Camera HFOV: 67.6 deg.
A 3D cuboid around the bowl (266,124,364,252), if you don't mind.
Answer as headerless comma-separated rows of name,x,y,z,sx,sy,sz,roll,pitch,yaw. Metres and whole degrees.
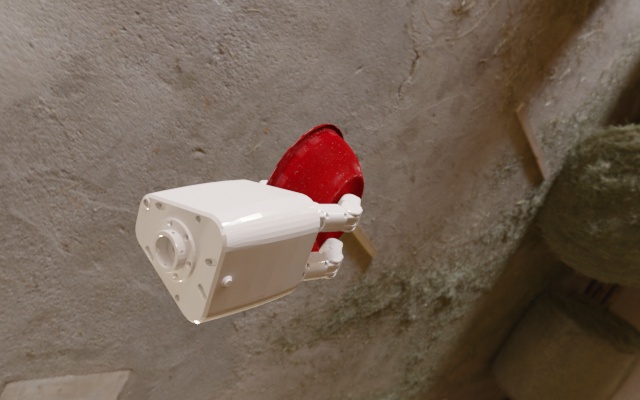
bowl,0.001,0.001,0.519,0.055,0.162,0.162,29,12,22
